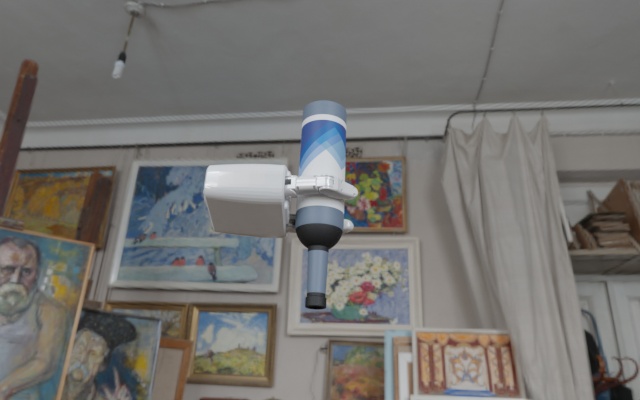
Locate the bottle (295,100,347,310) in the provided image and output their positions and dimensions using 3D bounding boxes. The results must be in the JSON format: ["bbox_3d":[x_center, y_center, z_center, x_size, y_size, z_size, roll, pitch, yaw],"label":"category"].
[{"bbox_3d":[0.000,0.002,0.669,0.069,0.295,0.069,2,-23,1],"label":"bottle"}]
